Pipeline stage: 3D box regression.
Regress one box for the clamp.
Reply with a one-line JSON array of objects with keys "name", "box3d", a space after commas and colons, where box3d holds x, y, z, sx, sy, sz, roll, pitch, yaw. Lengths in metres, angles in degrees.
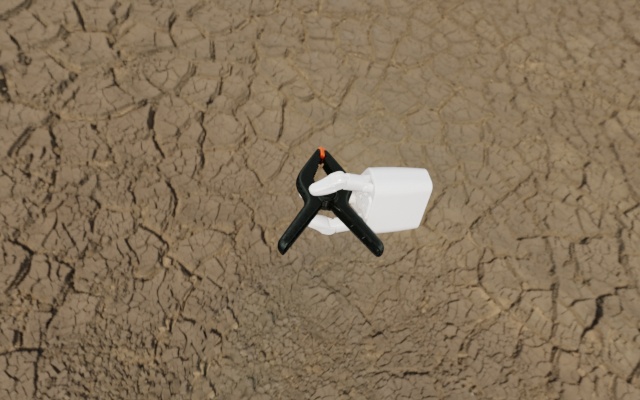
[{"name": "clamp", "box3d": [0.000, 0.002, 0.767, 0.164, 0.209, 0.036, -3, -34, -18]}]
